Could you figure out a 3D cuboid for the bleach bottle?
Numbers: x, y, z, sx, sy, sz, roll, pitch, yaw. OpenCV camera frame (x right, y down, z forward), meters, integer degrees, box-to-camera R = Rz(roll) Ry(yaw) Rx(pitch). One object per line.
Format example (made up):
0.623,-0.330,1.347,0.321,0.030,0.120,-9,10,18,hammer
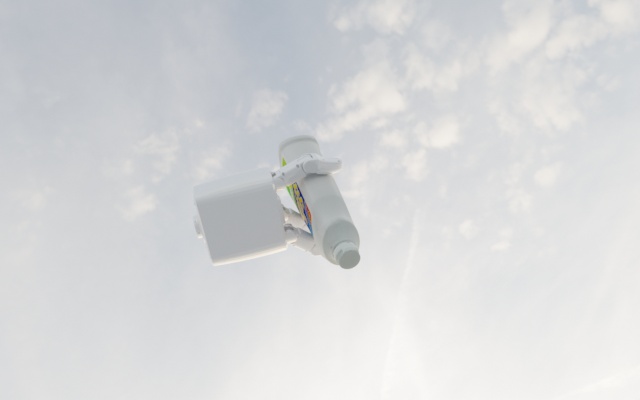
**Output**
0.000,0.002,0.671,0.068,0.103,0.250,-13,33,-10,bleach bottle
